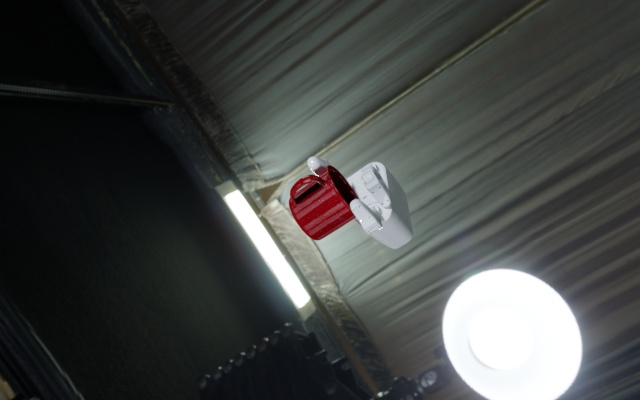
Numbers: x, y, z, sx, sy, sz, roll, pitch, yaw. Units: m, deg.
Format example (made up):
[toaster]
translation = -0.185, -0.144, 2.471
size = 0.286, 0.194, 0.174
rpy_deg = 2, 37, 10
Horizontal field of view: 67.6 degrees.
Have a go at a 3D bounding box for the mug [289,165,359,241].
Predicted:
[mug]
translation = -0.001, 0.002, 0.709
size = 0.081, 0.093, 0.117
rpy_deg = -34, -40, 16
